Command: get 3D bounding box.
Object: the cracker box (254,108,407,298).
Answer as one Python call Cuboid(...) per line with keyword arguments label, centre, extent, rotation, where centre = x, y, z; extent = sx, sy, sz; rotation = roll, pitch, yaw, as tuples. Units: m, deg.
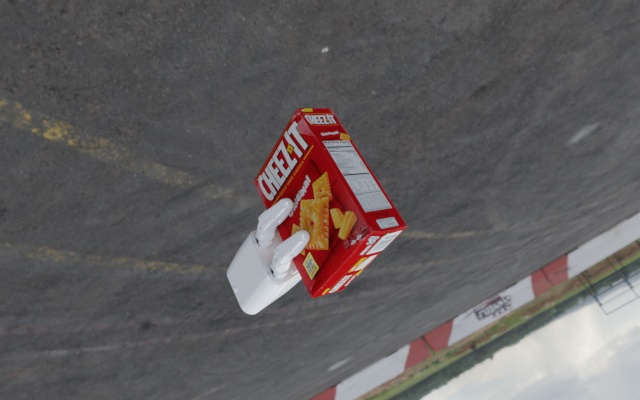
Cuboid(label="cracker box", centre=(0.000, 0.002, 0.673), extent=(0.072, 0.213, 0.164), rotation=(-7, -33, -41))
